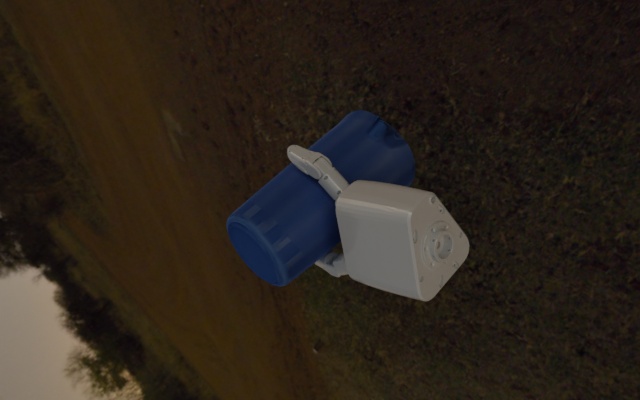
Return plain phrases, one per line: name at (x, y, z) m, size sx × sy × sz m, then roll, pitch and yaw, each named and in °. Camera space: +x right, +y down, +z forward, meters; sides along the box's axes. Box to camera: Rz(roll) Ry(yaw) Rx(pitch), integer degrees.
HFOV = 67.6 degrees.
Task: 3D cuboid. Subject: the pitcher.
pitcher at (0.000, 0.002, 0.629) m, size 0.242 × 0.149 × 0.145 m, roll -40°, pitch 30°, yaw -28°
